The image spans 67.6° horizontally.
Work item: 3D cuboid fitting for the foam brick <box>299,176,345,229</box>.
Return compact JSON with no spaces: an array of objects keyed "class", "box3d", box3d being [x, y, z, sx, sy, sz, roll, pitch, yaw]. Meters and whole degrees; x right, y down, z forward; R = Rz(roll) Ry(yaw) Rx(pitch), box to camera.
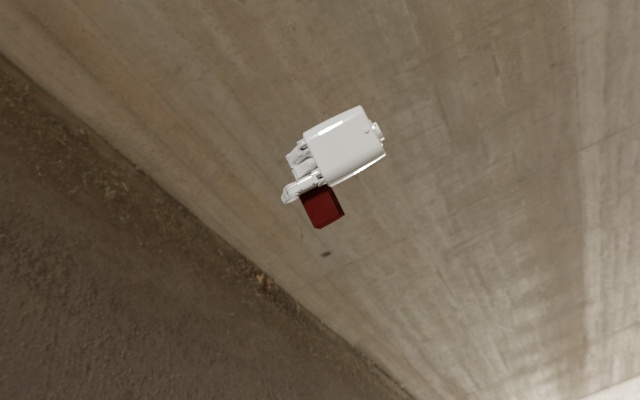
[{"class":"foam brick","box3d":[0.000,0.003,0.806,0.051,0.078,0.053,-27,-7,8]}]
